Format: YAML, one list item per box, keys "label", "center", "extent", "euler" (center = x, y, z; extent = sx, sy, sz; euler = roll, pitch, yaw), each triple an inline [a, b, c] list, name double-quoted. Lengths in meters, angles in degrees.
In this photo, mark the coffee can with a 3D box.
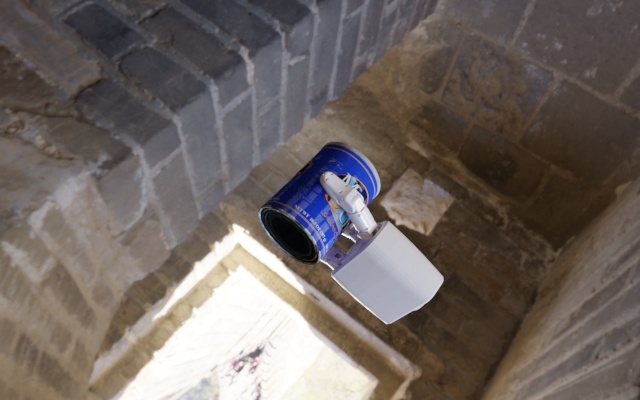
- label: "coffee can"
  center: [0.000, 0.002, 0.645]
  extent: [0.103, 0.103, 0.140]
  euler: [0, 40, 52]
